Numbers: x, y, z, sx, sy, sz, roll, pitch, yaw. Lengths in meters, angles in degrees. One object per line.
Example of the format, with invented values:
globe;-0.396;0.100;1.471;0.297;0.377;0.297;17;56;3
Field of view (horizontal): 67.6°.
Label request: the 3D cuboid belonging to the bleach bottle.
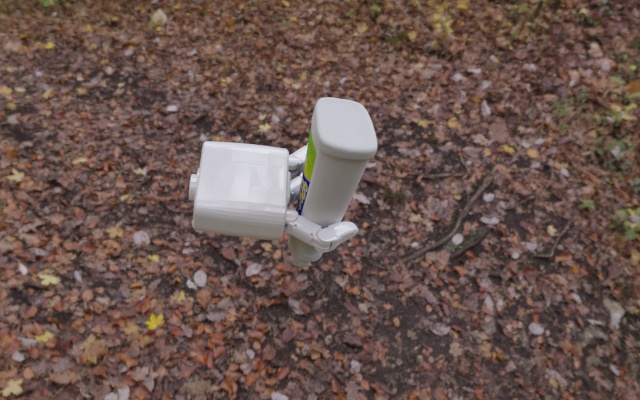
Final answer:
bleach bottle;0.000;0.002;0.603;0.068;0.251;0.102;6;43;-12
